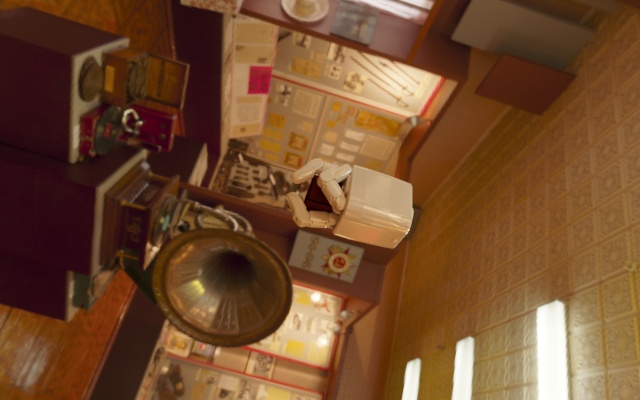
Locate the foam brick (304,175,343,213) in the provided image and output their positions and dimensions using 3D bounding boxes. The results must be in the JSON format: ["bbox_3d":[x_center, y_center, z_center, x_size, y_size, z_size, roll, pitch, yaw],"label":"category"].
[{"bbox_3d":[0.000,0.003,0.805,0.051,0.053,0.078,16,-30,-5],"label":"foam brick"}]
